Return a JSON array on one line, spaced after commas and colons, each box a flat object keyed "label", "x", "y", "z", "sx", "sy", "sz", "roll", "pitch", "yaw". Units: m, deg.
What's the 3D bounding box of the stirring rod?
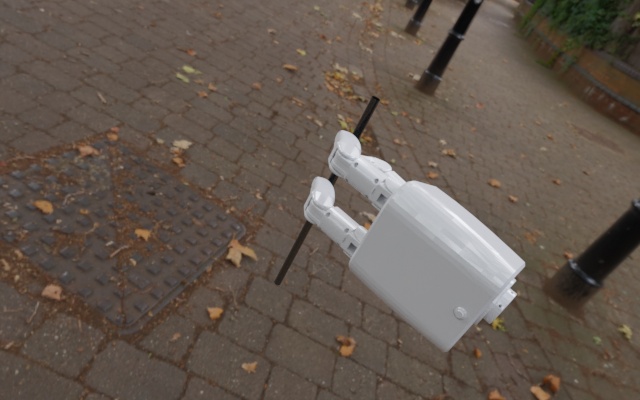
[{"label": "stirring rod", "x": 0.000, "y": 0.002, "z": 0.482, "sx": 0.011, "sy": 0.240, "sz": 0.011, "roll": 20, "pitch": 31, "yaw": -13}]
